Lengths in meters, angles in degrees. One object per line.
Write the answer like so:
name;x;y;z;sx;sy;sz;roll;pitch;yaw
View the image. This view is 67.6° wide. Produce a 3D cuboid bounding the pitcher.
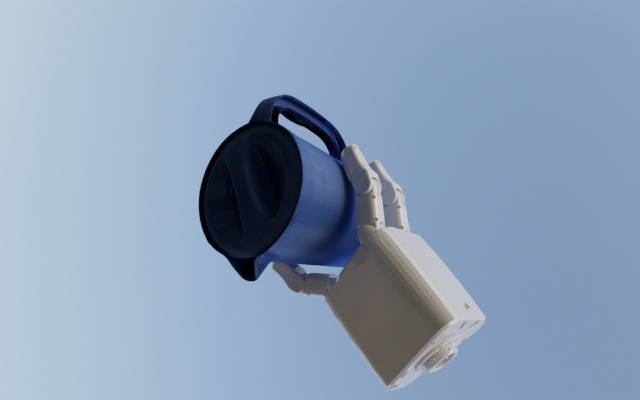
pitcher;0.000;0.002;0.530;0.243;0.149;0.145;19;26;-52
